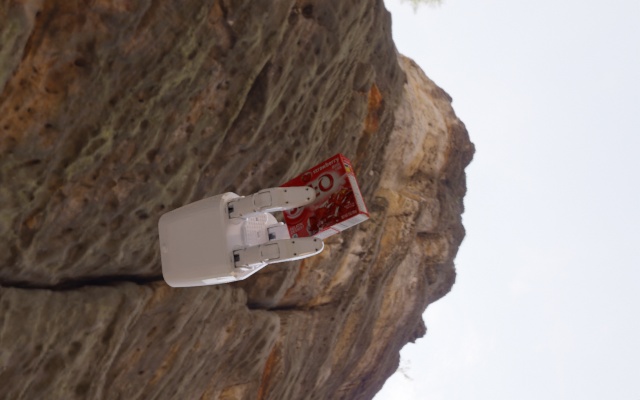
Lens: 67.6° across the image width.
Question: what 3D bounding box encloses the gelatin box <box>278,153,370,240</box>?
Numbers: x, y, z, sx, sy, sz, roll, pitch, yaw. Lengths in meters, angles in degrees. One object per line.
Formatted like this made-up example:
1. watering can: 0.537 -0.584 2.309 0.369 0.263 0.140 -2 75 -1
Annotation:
1. gelatin box: 0.001 0.002 0.523 0.089 0.073 0.030 -27 -23 22
